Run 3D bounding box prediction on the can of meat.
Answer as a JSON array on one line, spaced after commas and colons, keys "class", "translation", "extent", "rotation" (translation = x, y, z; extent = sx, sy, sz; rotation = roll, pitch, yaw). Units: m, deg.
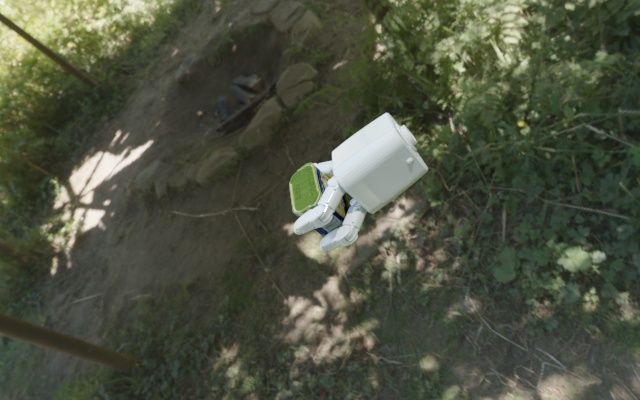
[{"class": "can of meat", "translation": [0.000, 0.002, 0.733], "extent": [0.057, 0.102, 0.084], "rotation": [-35, -52, 19]}]
